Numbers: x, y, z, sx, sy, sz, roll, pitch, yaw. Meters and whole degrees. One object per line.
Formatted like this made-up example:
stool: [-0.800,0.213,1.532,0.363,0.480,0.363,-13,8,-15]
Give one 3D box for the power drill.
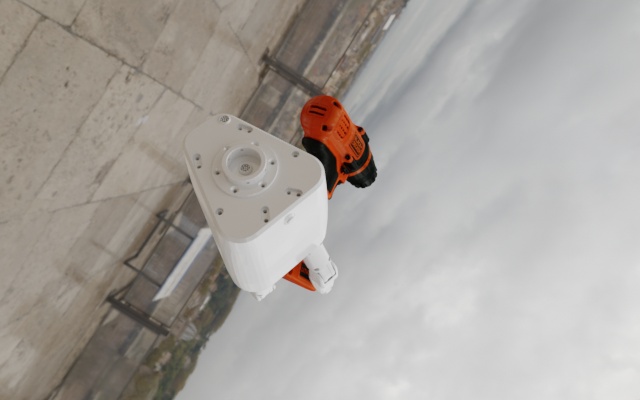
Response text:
power drill: [0.000,0.002,0.532,0.057,0.187,0.184,17,-12,27]
